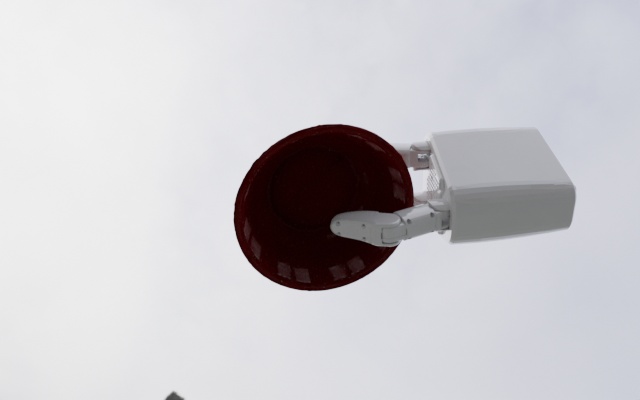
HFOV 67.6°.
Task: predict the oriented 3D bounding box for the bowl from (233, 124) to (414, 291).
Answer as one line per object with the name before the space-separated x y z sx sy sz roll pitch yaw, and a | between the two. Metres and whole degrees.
bowl | -0.001 0.001 0.436 0.162 0.162 0.055 0 25 -16
